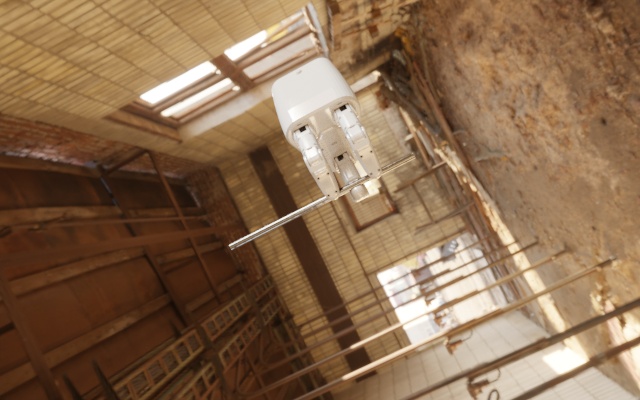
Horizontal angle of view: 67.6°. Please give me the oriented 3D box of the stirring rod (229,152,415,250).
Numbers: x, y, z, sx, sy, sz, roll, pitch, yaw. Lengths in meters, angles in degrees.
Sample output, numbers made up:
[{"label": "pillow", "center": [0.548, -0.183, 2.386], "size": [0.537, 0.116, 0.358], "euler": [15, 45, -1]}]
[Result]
[{"label": "stirring rod", "center": [0.000, 0.002, 0.560], "size": [0.239, 0.011, 0.011], "euler": [-27, -3, 5]}]
